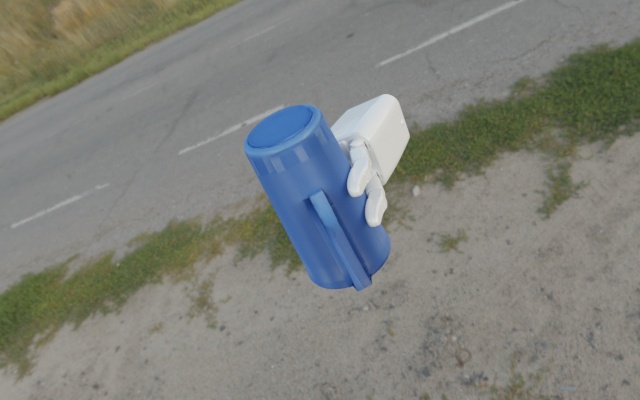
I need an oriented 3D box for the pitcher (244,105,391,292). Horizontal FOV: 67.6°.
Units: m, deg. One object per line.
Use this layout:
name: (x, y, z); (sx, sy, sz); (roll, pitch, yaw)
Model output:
pitcher: (0.000, 0.002, 0.644); (0.149, 0.243, 0.145); (2, 44, 38)
